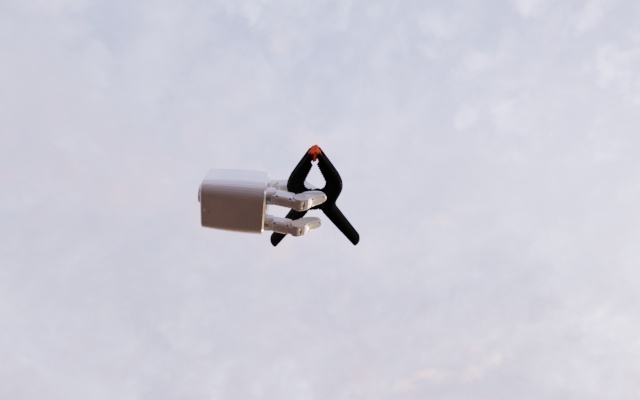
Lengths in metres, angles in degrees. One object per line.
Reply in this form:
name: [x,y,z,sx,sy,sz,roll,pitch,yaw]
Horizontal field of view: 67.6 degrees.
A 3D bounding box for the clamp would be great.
clamp: [0.000,0.002,0.834,0.164,0.210,0.036,4,35,-6]
